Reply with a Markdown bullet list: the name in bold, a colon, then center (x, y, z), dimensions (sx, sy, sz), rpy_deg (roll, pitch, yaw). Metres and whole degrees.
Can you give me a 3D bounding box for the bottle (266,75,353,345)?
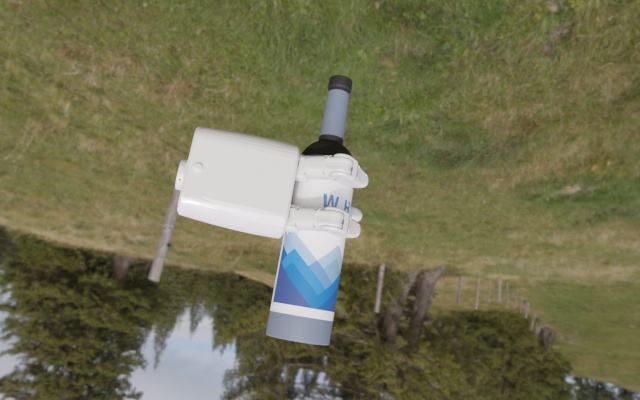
- **bottle**: center (0.000, 0.002, 0.524), dimensions (0.069, 0.295, 0.069), rpy_deg (9, -13, 2)
